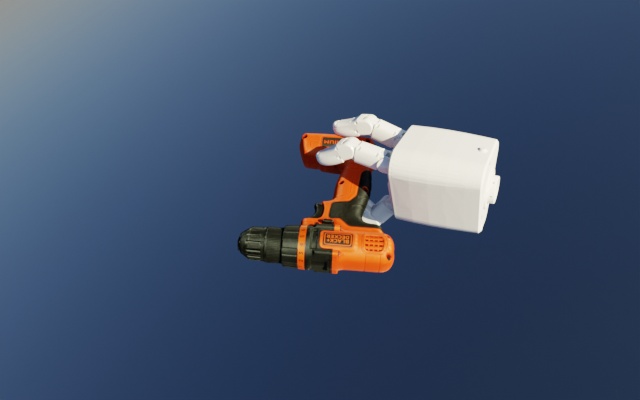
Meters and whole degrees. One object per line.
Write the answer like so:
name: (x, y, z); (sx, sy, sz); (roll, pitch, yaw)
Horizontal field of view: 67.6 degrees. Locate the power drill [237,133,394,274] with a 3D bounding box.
power drill: (0.000, 0.002, 0.602); (0.184, 0.187, 0.057); (5, -34, 2)
